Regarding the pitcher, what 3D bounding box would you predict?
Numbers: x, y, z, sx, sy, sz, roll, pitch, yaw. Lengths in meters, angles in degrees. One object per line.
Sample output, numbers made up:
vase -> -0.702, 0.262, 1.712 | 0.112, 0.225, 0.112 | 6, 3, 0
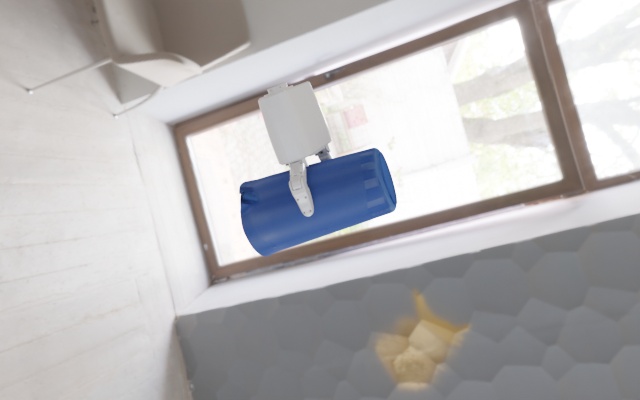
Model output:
pitcher -> 0.000, 0.002, 0.793 | 0.243, 0.145, 0.149 | -17, 15, 16
